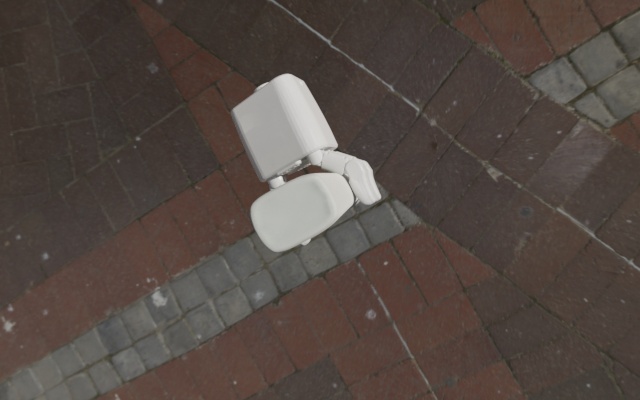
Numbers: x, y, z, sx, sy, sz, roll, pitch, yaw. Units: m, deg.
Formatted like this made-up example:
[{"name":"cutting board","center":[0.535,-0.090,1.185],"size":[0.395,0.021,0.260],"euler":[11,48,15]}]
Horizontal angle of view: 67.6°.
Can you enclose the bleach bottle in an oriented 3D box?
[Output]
[{"name":"bleach bottle","center":[0.000,0.002,0.638],"size":[0.102,0.068,0.251],"euler":[-27,-2,15]}]
